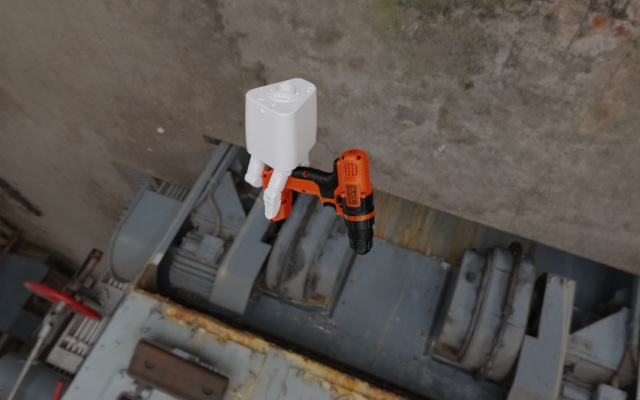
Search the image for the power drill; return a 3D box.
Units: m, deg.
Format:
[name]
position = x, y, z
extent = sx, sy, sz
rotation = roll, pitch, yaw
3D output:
[power drill]
position = 0.000, 0.002, 0.812
extent = 0.187, 0.184, 0.057
rotation = 2, 22, 21
